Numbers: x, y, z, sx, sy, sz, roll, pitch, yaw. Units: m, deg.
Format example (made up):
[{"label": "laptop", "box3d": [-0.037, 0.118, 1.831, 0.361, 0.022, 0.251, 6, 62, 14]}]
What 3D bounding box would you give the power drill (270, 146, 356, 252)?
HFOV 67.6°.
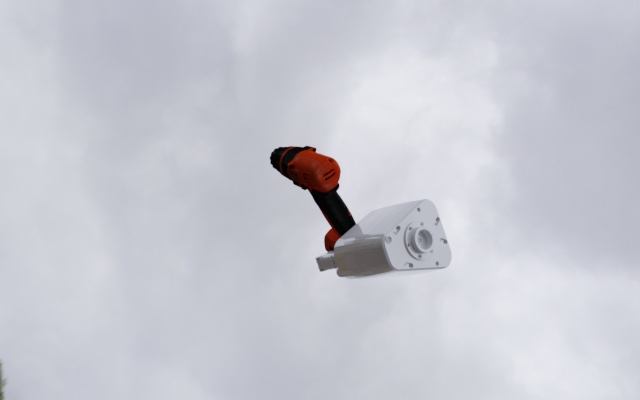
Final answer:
[{"label": "power drill", "box3d": [0.000, 0.003, 0.726, 0.057, 0.188, 0.184, -37, 25, -13]}]
